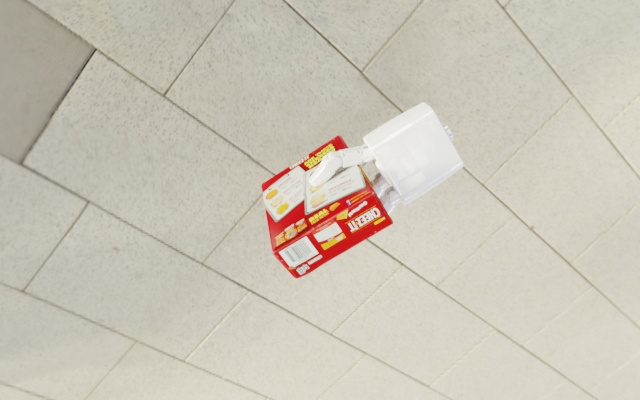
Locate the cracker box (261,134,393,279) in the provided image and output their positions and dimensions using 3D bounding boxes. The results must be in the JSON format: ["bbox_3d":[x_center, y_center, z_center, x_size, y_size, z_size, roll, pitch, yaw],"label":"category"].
[{"bbox_3d":[0.000,0.002,0.743,0.164,0.072,0.213,-32,30,6],"label":"cracker box"}]
